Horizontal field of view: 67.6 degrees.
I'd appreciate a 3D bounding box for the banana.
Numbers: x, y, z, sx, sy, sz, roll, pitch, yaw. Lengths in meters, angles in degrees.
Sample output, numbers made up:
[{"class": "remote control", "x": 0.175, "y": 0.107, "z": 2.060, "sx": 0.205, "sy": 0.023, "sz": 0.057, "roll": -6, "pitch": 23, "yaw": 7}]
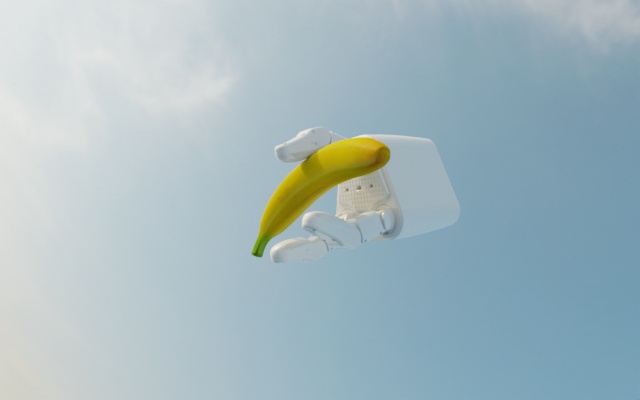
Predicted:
[{"class": "banana", "x": -0.003, "y": -0.012, "z": 0.453, "sx": 0.037, "sy": 0.069, "sz": 0.198, "roll": 19, "pitch": -41, "yaw": -31}]
